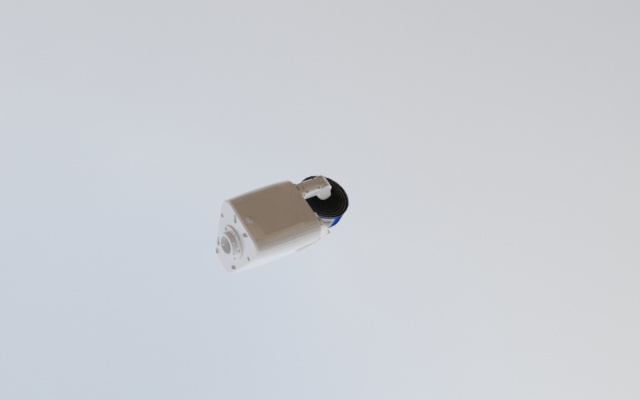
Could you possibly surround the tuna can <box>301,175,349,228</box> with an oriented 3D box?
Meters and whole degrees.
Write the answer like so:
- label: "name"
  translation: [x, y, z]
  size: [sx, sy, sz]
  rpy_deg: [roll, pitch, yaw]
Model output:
- label: "tuna can"
  translation: [0.000, 0.003, 0.768]
  size: [0.086, 0.086, 0.034]
  rpy_deg: [0, -38, -26]
